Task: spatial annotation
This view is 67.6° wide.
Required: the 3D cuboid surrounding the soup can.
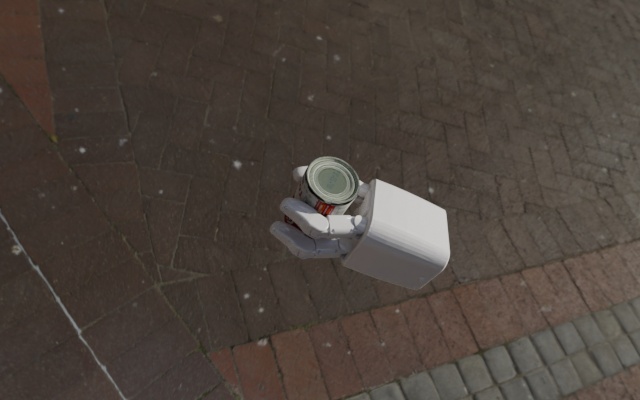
[{"bbox_3d":[0.000,0.001,0.585,0.068,0.068,0.102,0,-31,-20],"label":"soup can"}]
